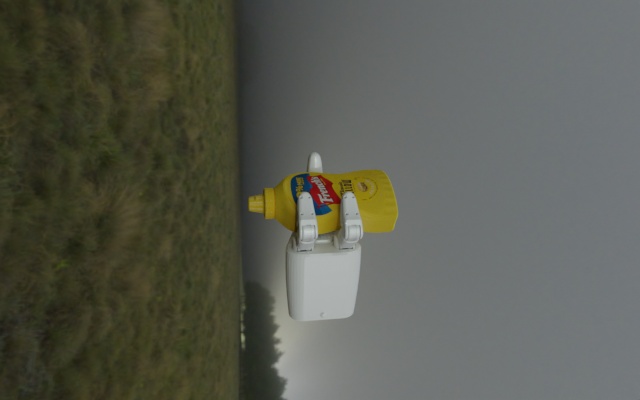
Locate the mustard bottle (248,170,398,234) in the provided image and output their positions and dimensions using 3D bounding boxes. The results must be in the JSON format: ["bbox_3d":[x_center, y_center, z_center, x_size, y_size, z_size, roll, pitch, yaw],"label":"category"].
[{"bbox_3d":[0.000,0.002,0.639,0.191,0.096,0.058,-2,-43,-10],"label":"mustard bottle"}]
